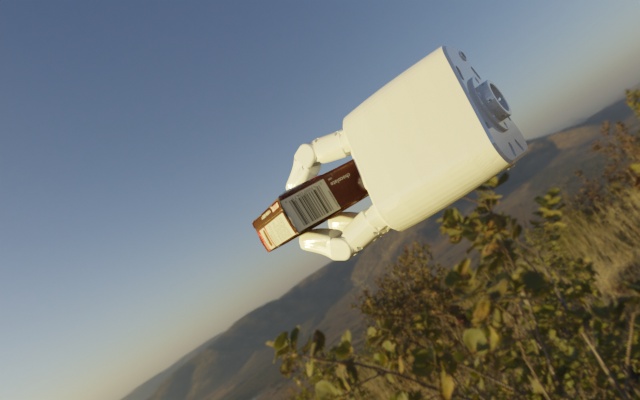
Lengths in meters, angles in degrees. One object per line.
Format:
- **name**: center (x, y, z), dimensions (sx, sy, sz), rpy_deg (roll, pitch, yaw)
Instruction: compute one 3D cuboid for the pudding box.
- **pudding box**: center (0.000, 0.001, 0.452), dimensions (0.113, 0.039, 0.090), rpy_deg (-26, -5, -27)
